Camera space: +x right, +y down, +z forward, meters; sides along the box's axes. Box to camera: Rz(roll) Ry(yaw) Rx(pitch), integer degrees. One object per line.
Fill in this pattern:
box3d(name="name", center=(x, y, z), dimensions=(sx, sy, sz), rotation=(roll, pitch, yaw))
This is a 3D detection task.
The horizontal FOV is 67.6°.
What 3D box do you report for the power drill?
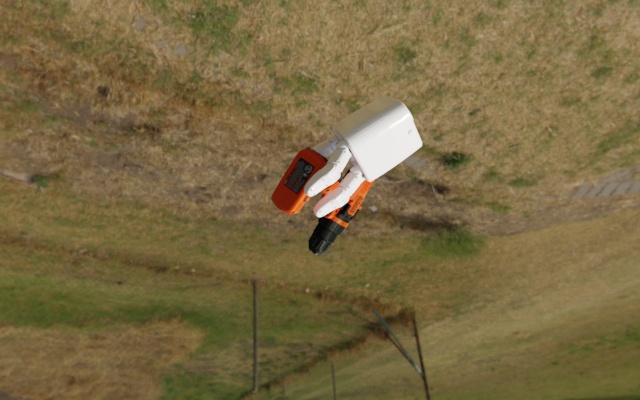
box3d(name="power drill", center=(0.000, 0.002, 0.810), dimensions=(0.057, 0.184, 0.188), rotation=(34, 5, 32))
